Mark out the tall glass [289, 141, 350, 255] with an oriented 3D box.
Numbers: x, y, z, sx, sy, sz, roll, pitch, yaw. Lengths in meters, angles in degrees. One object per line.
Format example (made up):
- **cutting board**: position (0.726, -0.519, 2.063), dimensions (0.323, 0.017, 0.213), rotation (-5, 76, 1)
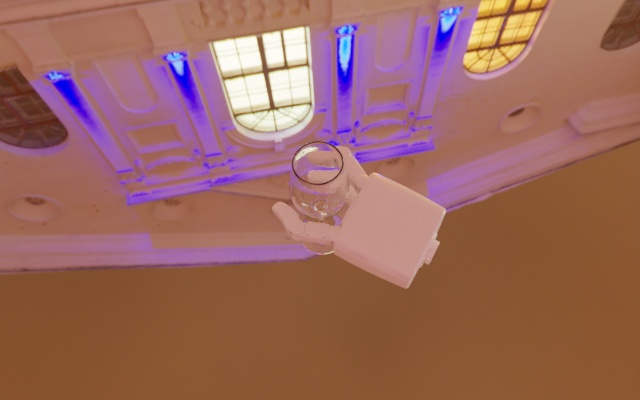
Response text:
- **tall glass**: position (0.000, 0.002, 0.651), dimensions (0.079, 0.079, 0.201), rotation (0, -28, 3)
